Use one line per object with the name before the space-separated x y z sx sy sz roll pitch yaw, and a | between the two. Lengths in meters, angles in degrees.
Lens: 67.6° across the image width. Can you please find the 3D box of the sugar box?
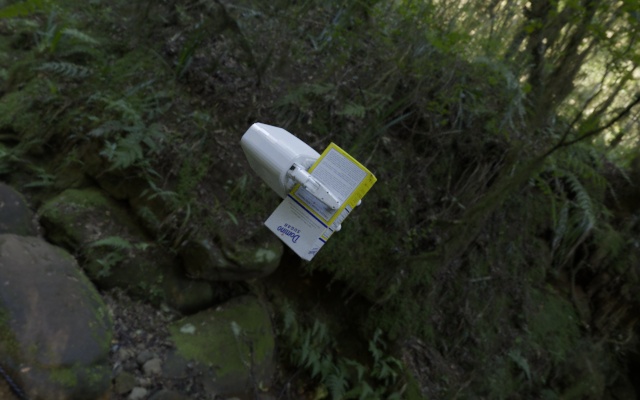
sugar box | 0.000 0.003 0.782 0.093 0.176 0.048 40 1 23
